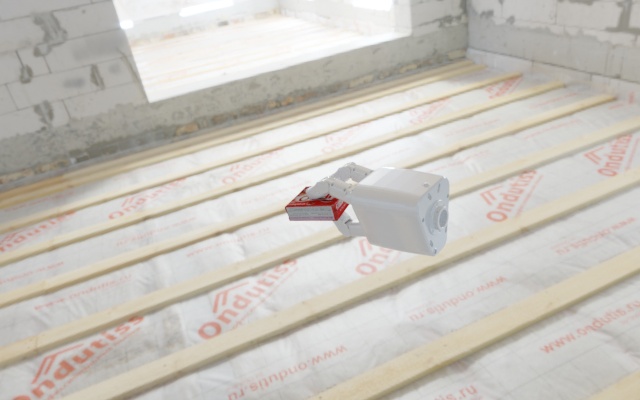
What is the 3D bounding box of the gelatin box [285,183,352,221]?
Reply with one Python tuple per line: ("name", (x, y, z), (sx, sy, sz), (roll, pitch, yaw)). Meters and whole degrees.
("gelatin box", (0.000, 0.003, 0.753), (0.089, 0.030, 0.073), (-3, 27, 30))
